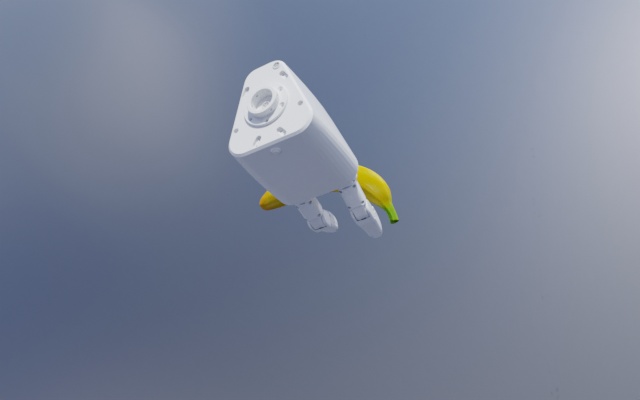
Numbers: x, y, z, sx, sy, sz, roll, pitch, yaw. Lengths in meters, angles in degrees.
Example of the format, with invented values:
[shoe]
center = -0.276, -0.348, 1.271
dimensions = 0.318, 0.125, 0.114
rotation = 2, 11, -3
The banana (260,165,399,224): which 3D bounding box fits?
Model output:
[banana]
center = 0.007, -0.015, 0.611
dimensions = 0.198, 0.069, 0.037
rotation = 5, -18, 29
